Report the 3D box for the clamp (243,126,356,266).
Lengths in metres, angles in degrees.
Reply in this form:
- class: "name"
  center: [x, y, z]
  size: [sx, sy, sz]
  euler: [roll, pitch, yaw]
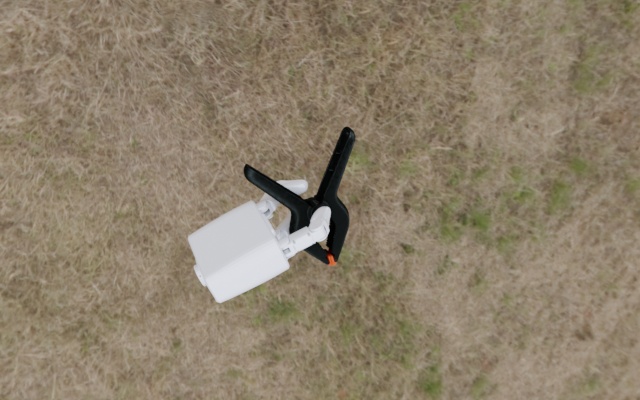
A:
- class: "clamp"
  center: [0.000, 0.003, 0.698]
  size: [0.164, 0.210, 0.036]
  euler: [-28, 31, -9]
